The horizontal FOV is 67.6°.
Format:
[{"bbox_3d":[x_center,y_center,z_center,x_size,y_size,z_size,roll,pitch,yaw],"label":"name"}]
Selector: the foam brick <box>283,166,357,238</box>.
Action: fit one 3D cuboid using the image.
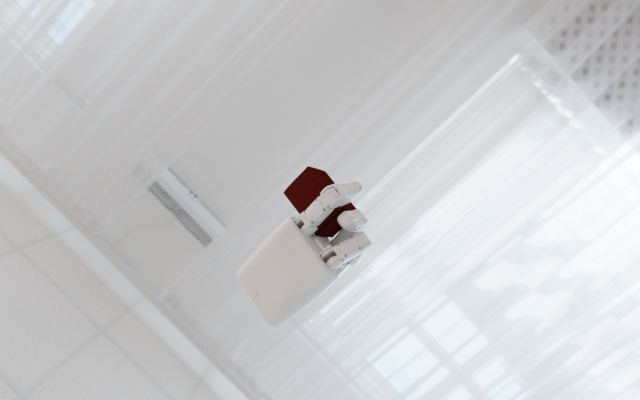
[{"bbox_3d":[0.000,0.002,0.623,0.051,0.078,0.053,-45,-24,16],"label":"foam brick"}]
